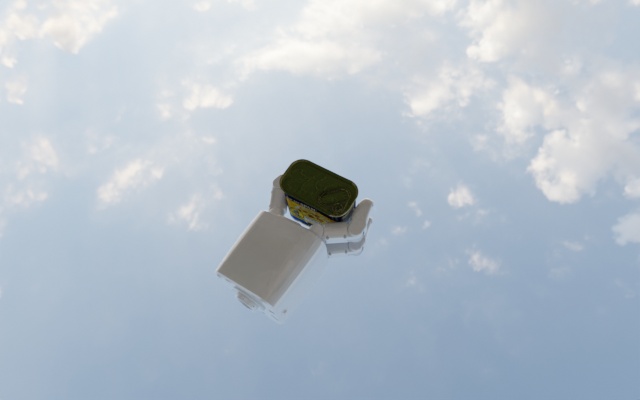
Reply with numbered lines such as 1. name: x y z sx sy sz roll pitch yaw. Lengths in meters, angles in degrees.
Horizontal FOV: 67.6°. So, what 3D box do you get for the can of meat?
1. can of meat: 0.000 0.002 0.649 0.102 0.057 0.084 26 -24 18
